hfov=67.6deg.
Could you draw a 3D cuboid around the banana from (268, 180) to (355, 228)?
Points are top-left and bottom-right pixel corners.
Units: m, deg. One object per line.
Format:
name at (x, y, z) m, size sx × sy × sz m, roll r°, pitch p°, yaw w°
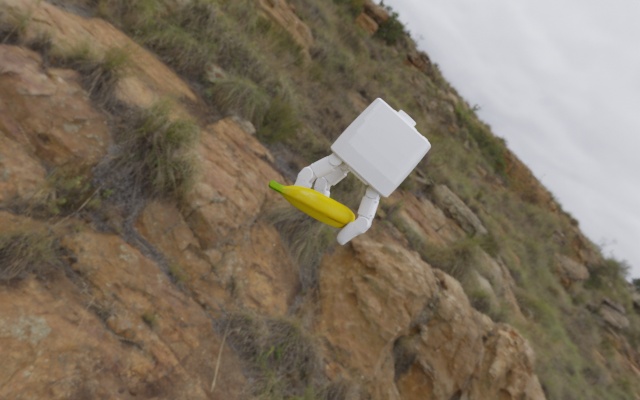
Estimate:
banana at (0.009, 0.011, 0.733) m, size 0.198 × 0.037 × 0.069 m, roll 28°, pitch 12°, yaw -49°
